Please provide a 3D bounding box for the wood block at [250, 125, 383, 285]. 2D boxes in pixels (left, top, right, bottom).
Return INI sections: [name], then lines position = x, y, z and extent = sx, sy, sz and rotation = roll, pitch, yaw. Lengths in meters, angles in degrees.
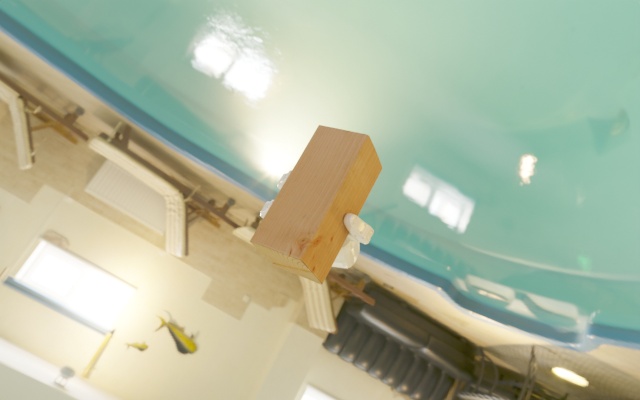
[wood block]
position = 0.000, 0.003, 0.696
extent = 0.091, 0.206, 0.090
rotation = 17, -23, 30
